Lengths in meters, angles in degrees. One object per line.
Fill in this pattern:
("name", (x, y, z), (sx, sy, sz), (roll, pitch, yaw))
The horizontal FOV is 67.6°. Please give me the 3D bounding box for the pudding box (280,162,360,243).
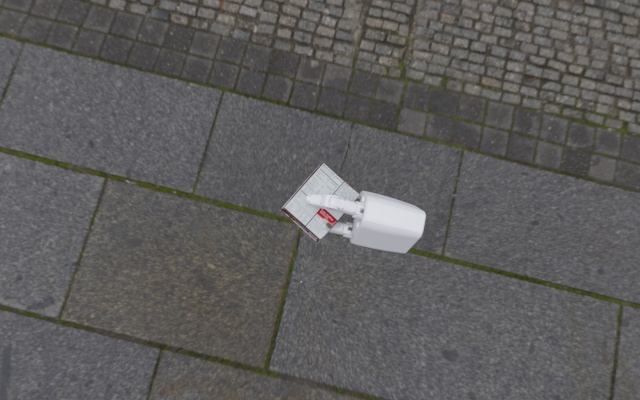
("pudding box", (0.000, 0.003, 0.834), (0.090, 0.113, 0.039), (42, -12, -1))
